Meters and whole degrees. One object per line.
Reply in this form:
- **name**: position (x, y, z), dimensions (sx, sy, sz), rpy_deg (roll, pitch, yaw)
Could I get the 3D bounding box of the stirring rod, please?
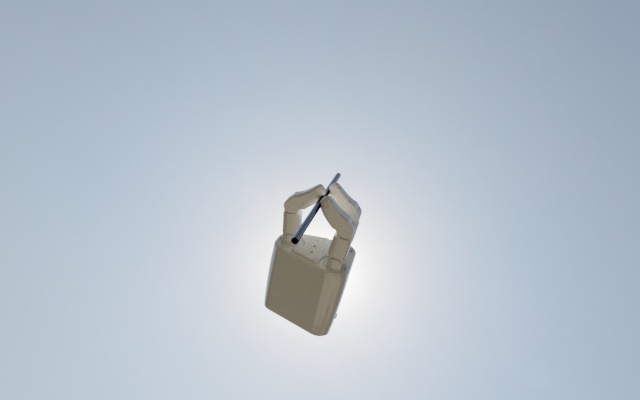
- **stirring rod**: position (0.000, 0.002, 0.606), dimensions (0.011, 0.011, 0.239), rpy_deg (0, 19, 14)
